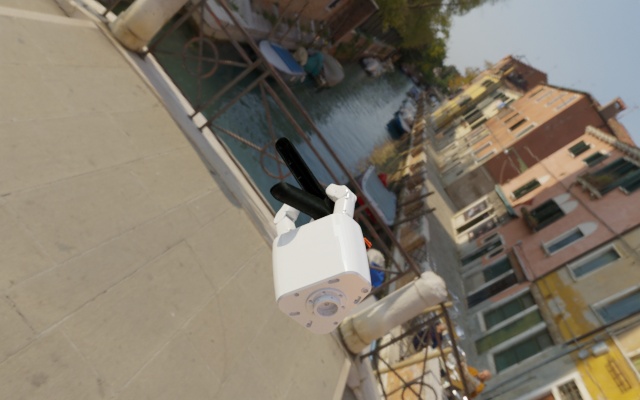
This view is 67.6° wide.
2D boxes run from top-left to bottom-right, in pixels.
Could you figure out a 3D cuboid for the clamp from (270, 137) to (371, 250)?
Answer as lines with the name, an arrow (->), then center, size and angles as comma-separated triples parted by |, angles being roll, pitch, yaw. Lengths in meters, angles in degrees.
clamp -> 0.001, 0.002, 0.703 | 0.036, 0.210, 0.164 | -36, 32, 18
